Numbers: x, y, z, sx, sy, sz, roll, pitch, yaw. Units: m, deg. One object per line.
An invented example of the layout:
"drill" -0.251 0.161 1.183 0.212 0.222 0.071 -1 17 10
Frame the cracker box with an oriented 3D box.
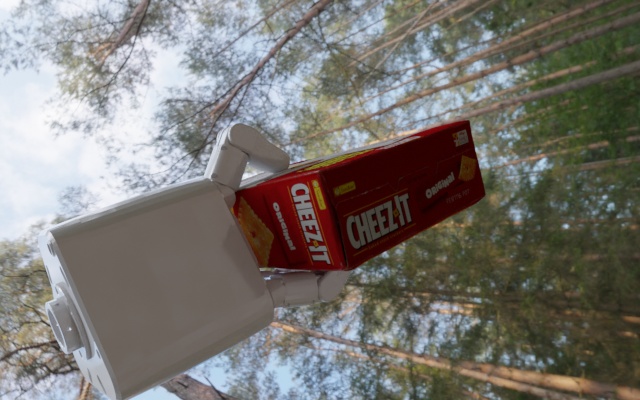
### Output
"cracker box" 0.000 0.001 0.404 0.164 0.072 0.214 -22 9 -38
